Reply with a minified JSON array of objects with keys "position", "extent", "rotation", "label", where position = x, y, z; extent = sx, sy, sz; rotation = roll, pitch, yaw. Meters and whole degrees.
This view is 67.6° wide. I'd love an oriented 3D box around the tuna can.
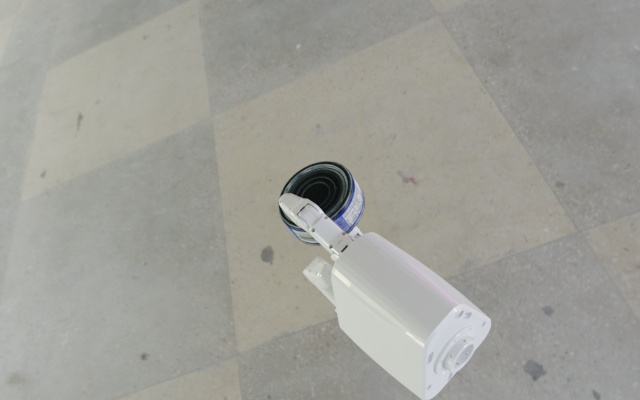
[{"position":[0.000,0.001,0.492],"extent":[0.086,0.086,0.034],"rotation":[0,-33,30],"label":"tuna can"}]
